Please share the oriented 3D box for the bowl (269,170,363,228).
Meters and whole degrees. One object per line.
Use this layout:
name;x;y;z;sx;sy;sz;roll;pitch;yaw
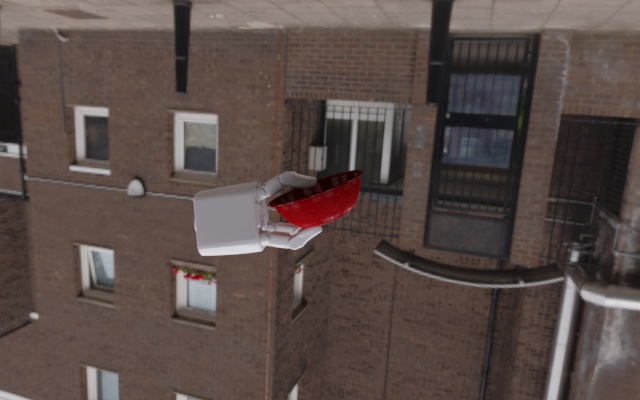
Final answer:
bowl;0.001;0.003;0.774;0.162;0.055;0.162;-20;9;3
